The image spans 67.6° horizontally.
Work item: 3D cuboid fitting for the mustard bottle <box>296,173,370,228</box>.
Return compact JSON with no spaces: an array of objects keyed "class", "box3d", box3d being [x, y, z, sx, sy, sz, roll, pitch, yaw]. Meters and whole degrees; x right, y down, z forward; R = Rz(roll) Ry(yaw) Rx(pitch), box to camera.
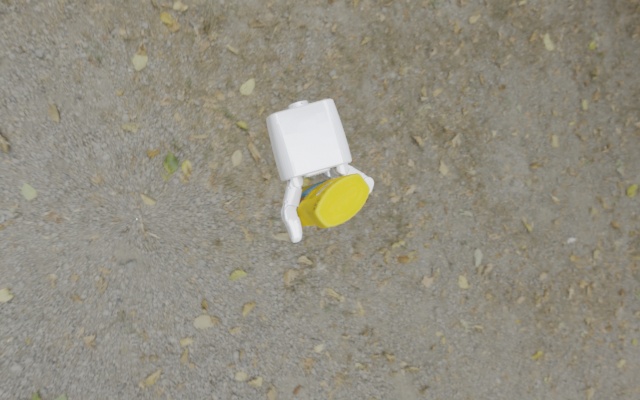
[{"class":"mustard bottle","box3d":[0.000,0.003,0.776,0.096,0.058,0.191,-43,13,-17]}]
